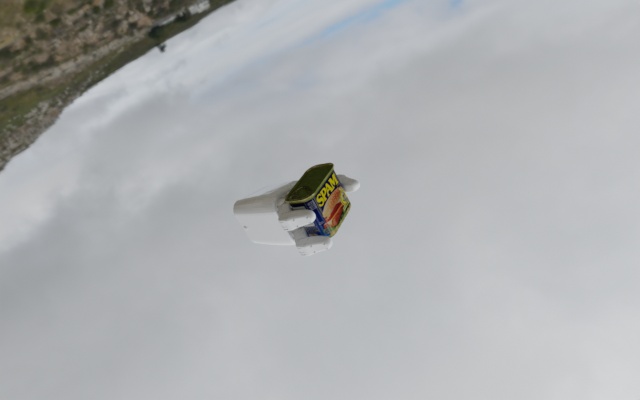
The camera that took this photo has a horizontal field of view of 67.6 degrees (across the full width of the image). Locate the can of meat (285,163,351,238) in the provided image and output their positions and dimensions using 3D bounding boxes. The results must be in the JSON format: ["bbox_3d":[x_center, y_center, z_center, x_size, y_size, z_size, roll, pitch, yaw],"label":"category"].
[{"bbox_3d":[0.000,0.003,0.772,0.057,0.084,0.102,-7,34,36],"label":"can of meat"}]
